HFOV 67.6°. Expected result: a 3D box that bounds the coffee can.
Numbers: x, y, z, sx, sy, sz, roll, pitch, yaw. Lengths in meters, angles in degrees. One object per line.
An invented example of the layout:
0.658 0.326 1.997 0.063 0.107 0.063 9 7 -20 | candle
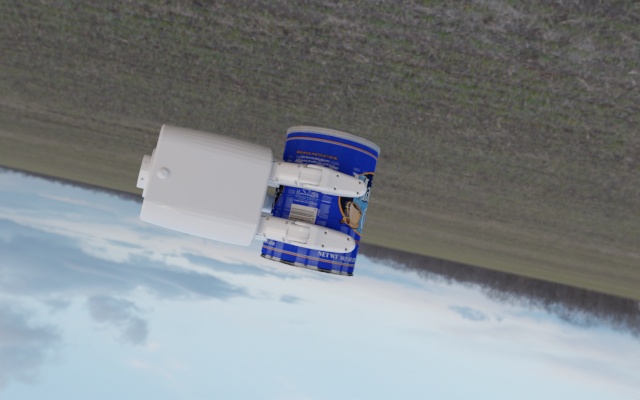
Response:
0.000 0.002 0.514 0.103 0.140 0.103 12 -4 1 | coffee can
